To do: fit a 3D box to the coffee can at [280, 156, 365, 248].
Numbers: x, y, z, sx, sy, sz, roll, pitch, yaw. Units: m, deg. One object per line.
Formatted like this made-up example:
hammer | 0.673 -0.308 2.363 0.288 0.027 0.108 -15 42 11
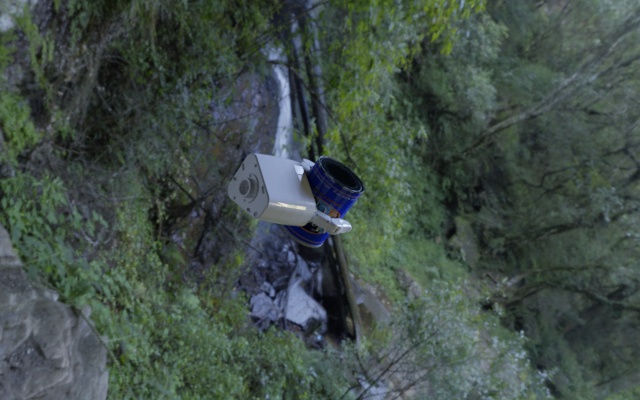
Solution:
coffee can | 0.000 0.003 0.885 0.103 0.140 0.102 30 24 -15
